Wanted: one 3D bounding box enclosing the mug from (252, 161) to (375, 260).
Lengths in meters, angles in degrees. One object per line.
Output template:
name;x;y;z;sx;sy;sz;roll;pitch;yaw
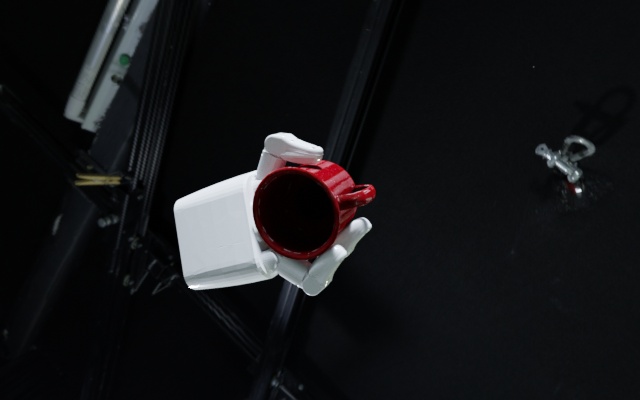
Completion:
mug;0.001;0.001;0.489;0.117;0.093;0.081;-14;8;25
